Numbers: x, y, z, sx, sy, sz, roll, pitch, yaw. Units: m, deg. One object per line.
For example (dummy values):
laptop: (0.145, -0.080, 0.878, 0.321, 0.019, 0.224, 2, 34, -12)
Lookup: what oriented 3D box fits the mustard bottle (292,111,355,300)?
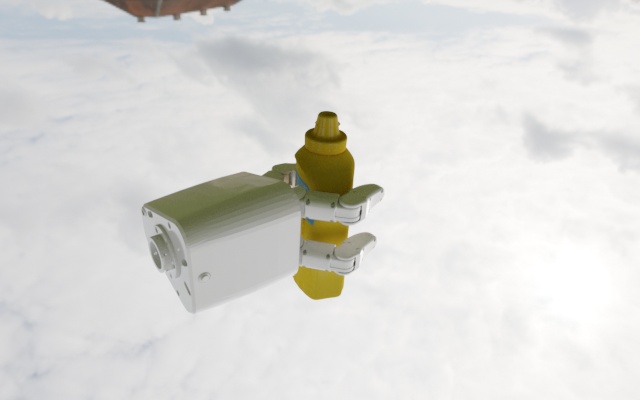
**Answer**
mustard bottle: (0.000, 0.002, 0.491, 0.058, 0.192, 0.096, -4, 32, -13)
